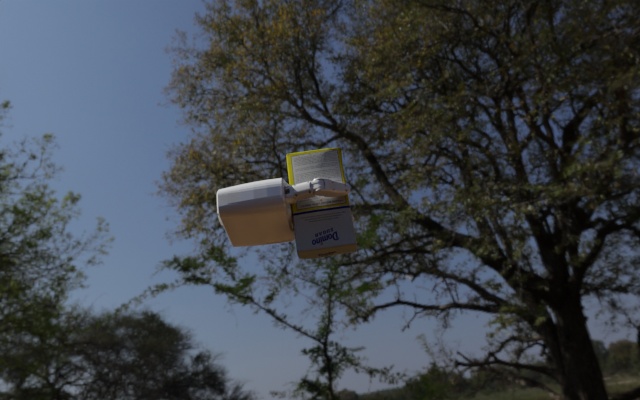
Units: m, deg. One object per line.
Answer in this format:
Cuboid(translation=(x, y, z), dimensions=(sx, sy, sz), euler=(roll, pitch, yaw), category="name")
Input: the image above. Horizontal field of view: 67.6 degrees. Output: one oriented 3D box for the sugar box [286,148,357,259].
Cuboid(translation=(0.000, 0.003, 0.768), dimensions=(0.093, 0.176, 0.048), euler=(-8, -24, 1), category="sugar box")
